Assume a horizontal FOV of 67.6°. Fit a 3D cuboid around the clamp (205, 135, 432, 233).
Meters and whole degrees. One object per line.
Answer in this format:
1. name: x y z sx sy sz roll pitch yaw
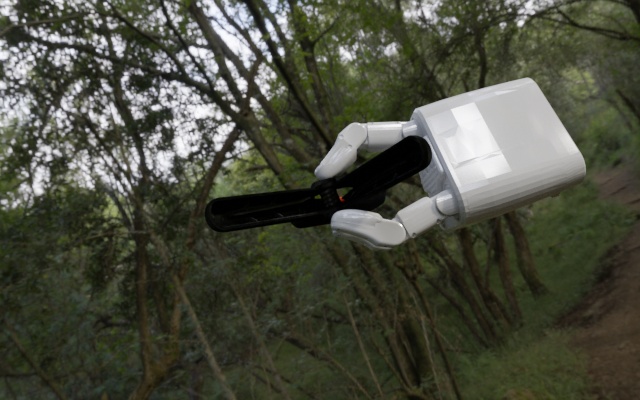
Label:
1. clamp: 0.000 0.001 0.417 0.164 0.036 0.210 -15 -9 0
